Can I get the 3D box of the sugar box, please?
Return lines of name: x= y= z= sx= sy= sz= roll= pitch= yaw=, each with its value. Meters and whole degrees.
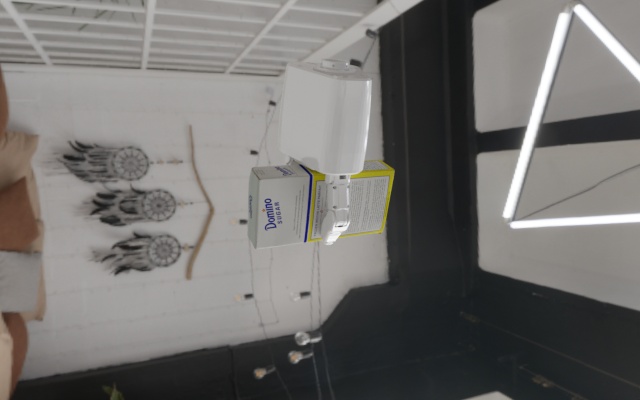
sugar box: x=0.000 y=0.002 z=0.590 sx=0.176 sy=0.093 sz=0.048 roll=-3 pitch=26 yaw=-22
